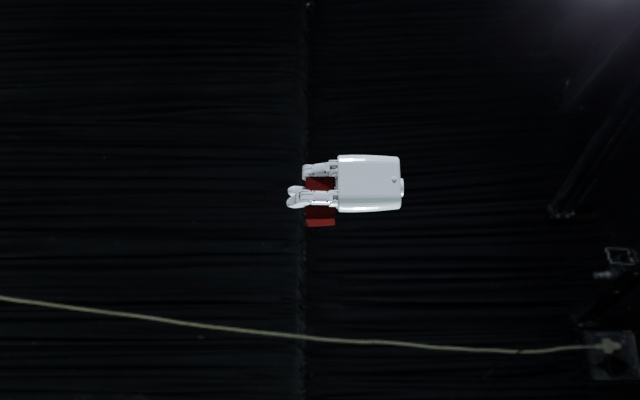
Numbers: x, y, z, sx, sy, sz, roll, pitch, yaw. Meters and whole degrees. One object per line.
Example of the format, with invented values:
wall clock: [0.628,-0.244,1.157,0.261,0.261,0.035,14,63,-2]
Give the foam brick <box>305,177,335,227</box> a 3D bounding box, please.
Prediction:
foam brick: [0.000,0.003,0.841,0.051,0.078,0.053,0,-15,1]
